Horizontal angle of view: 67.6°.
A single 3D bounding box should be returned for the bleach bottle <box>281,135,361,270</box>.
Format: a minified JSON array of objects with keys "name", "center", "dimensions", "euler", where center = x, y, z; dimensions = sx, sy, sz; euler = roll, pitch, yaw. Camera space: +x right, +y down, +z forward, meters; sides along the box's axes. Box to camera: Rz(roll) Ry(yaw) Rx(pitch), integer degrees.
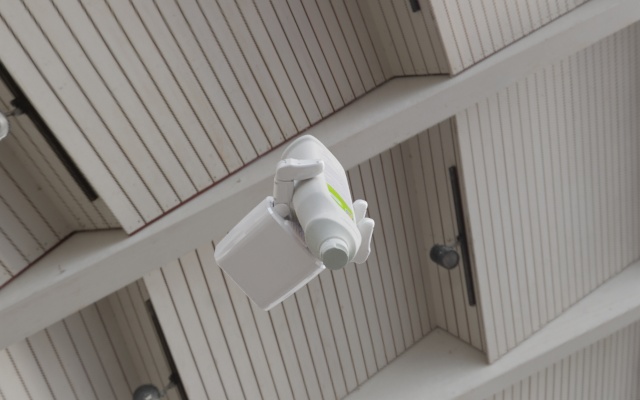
[{"name":"bleach bottle","center":[0.000,0.002,0.613],"dimensions":[0.068,0.102,0.250],"euler":[-41,22,14]}]
